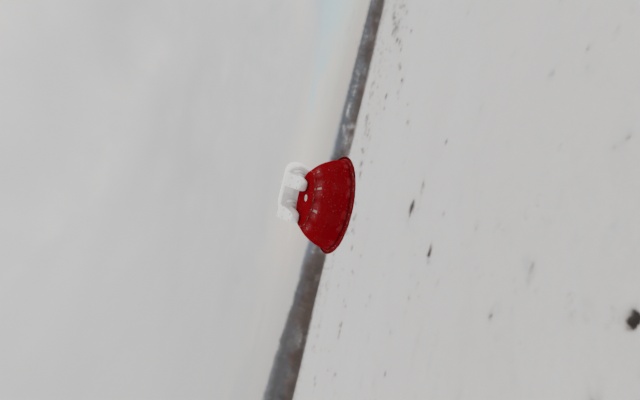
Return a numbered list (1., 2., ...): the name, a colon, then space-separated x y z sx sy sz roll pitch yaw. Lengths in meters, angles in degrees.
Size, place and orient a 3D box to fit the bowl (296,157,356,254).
1. bowl: 0.000 0.002 0.770 0.055 0.162 0.162 12 -4 -18
